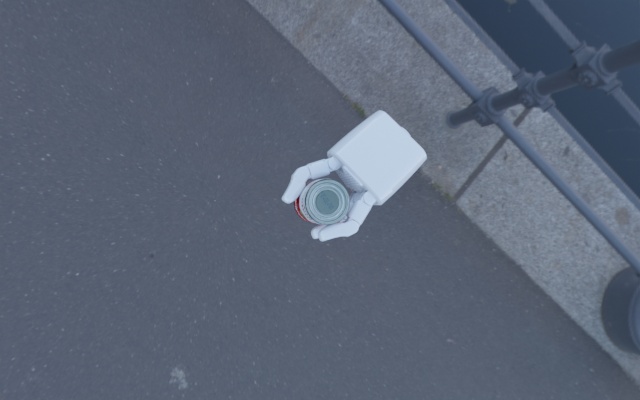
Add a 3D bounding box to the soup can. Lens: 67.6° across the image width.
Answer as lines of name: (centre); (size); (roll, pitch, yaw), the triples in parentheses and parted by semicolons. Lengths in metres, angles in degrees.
soup can: (0.000, 0.003, 0.723); (0.068, 0.068, 0.102); (0, 0, -13)
